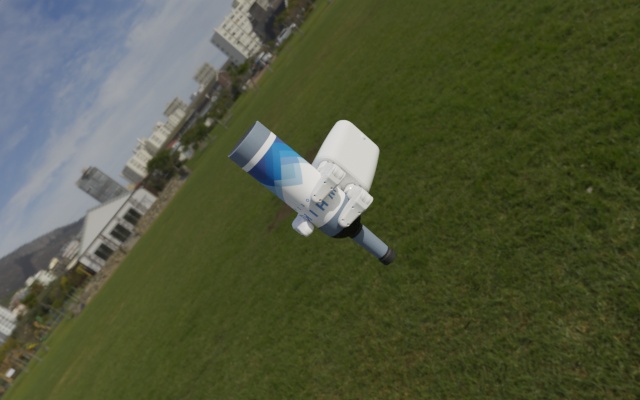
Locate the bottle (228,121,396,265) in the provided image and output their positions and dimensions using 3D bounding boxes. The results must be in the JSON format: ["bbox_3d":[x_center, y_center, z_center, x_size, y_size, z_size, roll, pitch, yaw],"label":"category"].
[{"bbox_3d":[0.000,0.002,0.713,0.296,0.069,0.069,39,-13,-16],"label":"bottle"}]
